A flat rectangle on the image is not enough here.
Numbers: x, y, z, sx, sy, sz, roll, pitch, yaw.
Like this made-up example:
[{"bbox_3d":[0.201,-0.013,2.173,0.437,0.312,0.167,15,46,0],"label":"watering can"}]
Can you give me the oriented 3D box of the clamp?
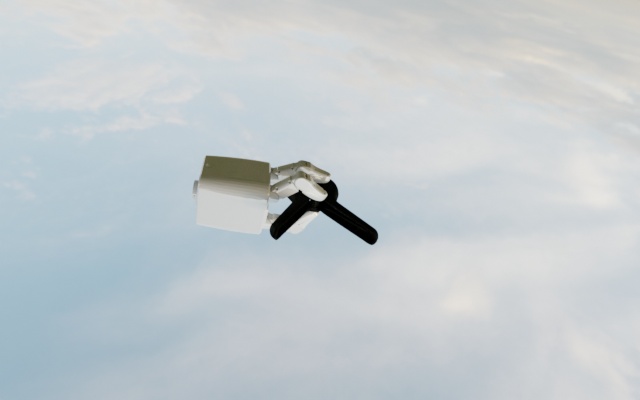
[{"bbox_3d":[0.000,0.003,0.768,0.164,0.036,0.209,9,32,-12],"label":"clamp"}]
